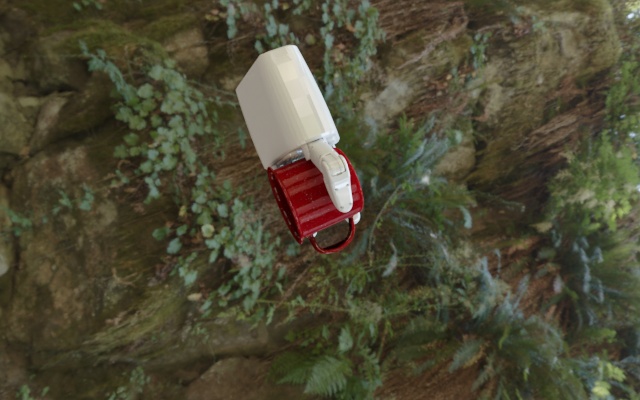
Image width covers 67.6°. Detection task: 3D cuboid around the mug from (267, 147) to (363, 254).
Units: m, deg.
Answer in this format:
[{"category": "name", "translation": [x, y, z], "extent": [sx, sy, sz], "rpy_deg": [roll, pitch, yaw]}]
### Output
[{"category": "mug", "translation": [0.001, 0.003, 0.536], "extent": [0.081, 0.117, 0.093], "rpy_deg": [-23, 0, -11]}]
